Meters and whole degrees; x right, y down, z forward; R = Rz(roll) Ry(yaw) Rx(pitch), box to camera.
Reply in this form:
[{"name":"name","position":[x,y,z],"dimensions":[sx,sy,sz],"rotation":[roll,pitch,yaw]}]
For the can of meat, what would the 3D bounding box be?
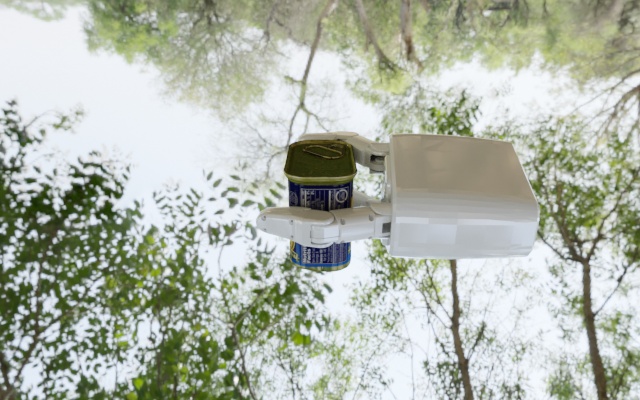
[{"name":"can of meat","position":[0.000,0.002,0.413],"dimensions":[0.057,0.084,0.102],"rotation":[0,23,0]}]
